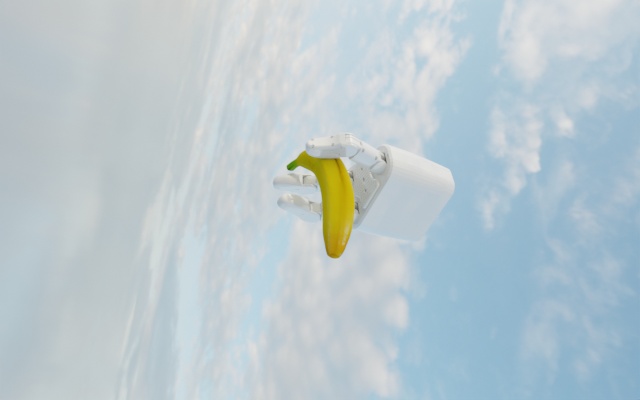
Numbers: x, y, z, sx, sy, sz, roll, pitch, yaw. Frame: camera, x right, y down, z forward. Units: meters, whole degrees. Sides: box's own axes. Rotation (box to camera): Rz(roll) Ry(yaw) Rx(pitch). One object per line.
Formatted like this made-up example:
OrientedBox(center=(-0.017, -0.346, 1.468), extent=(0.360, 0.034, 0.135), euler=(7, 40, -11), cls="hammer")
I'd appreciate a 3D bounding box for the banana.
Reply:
OrientedBox(center=(0.008, -0.015, 0.566), extent=(0.037, 0.070, 0.197), euler=(18, 26, -27), cls="banana")
